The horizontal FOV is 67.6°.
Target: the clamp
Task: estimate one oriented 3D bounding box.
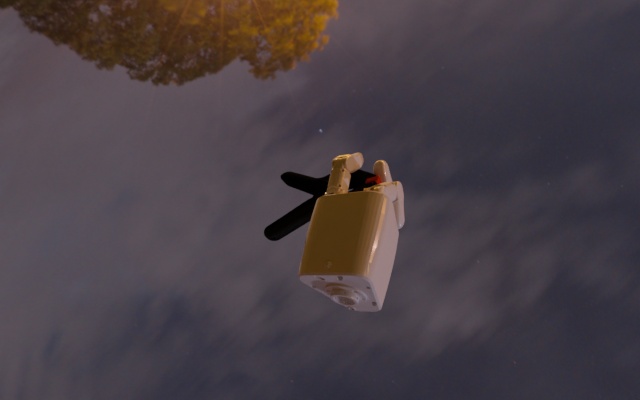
[{"bbox_3d":[0.001,0.002,0.646,0.171,0.120,0.039,-6,-37,33],"label":"clamp"}]
